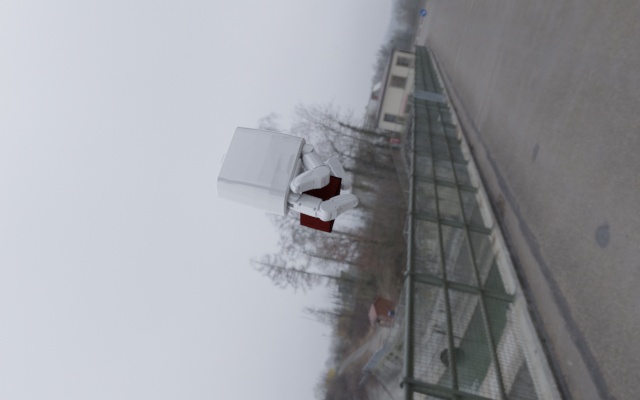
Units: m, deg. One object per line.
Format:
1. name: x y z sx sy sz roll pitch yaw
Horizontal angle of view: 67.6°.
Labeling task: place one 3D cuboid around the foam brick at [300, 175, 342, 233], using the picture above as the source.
1. foam brick: 0.000 0.003 0.729 0.051 0.053 0.078 13 -39 7
